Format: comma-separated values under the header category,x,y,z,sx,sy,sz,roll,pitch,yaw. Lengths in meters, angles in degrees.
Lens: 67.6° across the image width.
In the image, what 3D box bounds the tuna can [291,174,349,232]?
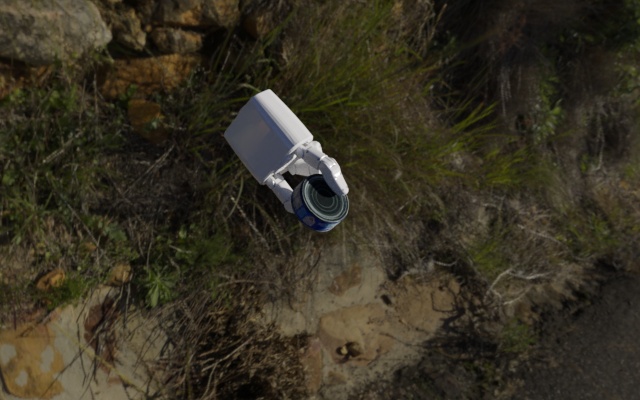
category,x,y,z,sx,sy,sz,roll,pitch,yaw
tuna can,0.000,0.002,0.727,0.086,0.086,0.034,0,-27,-35
